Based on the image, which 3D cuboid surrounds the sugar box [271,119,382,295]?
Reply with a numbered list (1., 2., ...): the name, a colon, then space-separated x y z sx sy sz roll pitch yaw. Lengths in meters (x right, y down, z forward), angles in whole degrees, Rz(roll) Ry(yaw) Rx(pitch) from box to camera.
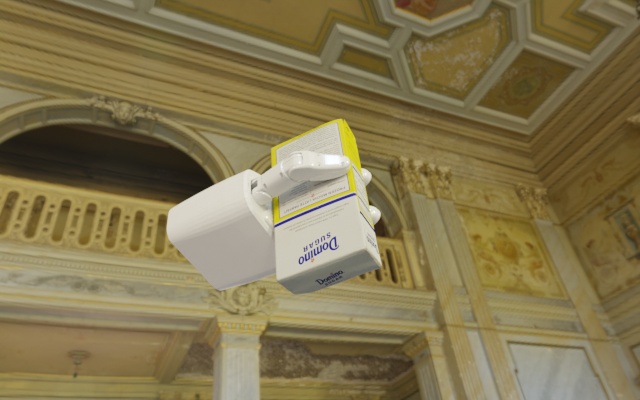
1. sugar box: 0.000 0.002 0.488 0.093 0.176 0.048 -22 -40 18
